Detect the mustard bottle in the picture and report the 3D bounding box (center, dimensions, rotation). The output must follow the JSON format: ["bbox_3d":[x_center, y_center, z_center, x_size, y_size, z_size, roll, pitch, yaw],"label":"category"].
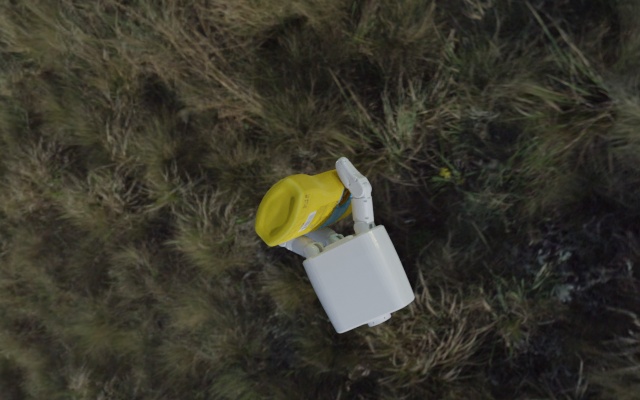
[{"bbox_3d":[0.000,0.002,0.653,0.058,0.096,0.191,43,29,21],"label":"mustard bottle"}]
